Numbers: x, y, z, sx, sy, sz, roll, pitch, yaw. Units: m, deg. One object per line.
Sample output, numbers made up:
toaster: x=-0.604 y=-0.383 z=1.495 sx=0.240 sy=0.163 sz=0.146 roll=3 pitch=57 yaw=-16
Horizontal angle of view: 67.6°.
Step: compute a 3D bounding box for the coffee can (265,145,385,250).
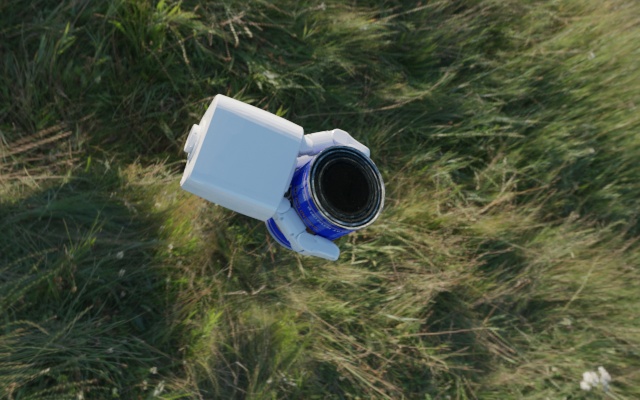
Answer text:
coffee can: x=0.000 y=0.002 z=0.606 sx=0.103 sy=0.102 sz=0.140 roll=0 pitch=-15 yaw=-28
